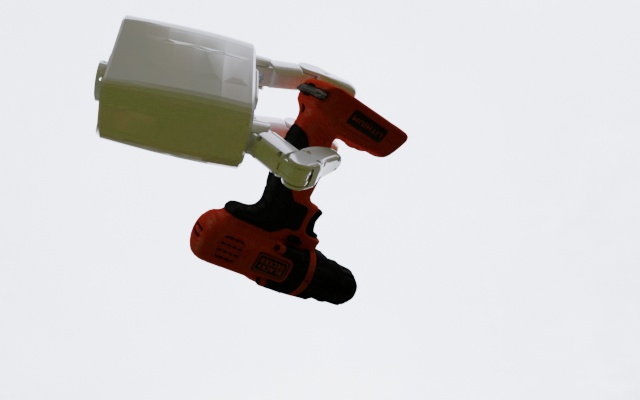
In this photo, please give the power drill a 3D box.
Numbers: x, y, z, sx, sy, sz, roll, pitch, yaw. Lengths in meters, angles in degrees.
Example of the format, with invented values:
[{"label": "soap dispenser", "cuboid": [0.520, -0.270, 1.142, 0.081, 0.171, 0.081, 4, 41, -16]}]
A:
[{"label": "power drill", "cuboid": [0.000, 0.001, 0.438, 0.184, 0.187, 0.057, 27, 5, -37]}]
